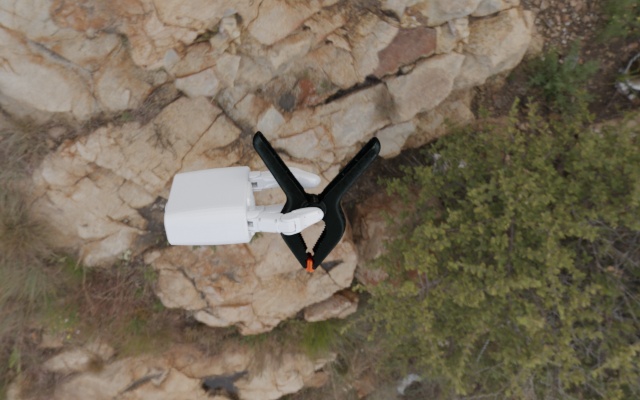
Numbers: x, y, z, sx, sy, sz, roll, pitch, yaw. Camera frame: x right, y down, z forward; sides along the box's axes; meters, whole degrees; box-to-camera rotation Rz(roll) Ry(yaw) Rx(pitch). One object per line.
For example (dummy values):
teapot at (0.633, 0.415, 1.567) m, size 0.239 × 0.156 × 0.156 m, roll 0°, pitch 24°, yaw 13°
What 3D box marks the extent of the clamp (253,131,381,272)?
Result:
clamp at (0.000, 0.003, 0.652) m, size 0.164 × 0.210 × 0.036 m, roll -3°, pitch 26°, yaw 0°
